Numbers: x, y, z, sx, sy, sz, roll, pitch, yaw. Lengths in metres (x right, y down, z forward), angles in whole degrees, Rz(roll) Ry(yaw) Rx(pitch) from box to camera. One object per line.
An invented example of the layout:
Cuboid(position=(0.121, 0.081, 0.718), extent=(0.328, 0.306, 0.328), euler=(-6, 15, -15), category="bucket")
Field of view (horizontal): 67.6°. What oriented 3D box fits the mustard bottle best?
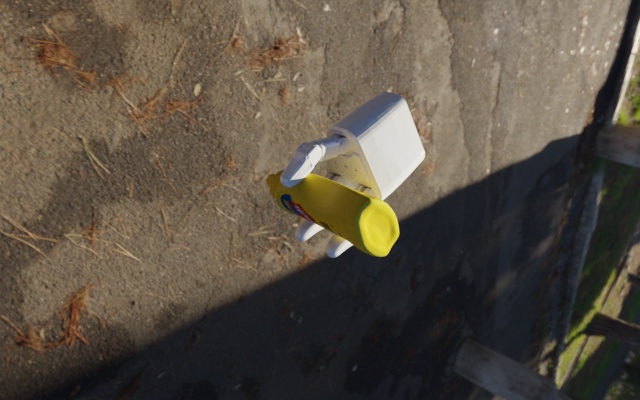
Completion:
Cuboid(position=(0.000, 0.002, 0.589), extent=(0.191, 0.058, 0.096), euler=(25, -12, 39), category="mustard bottle")
